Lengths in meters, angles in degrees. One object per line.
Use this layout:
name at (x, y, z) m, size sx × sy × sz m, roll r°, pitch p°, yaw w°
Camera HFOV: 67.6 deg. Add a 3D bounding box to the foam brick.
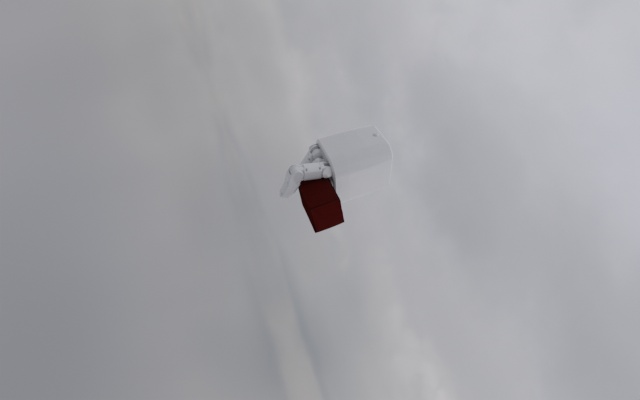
foam brick at (0.000, 0.003, 0.768) m, size 0.051 × 0.053 × 0.078 m, roll -18°, pitch 41°, yaw -7°
